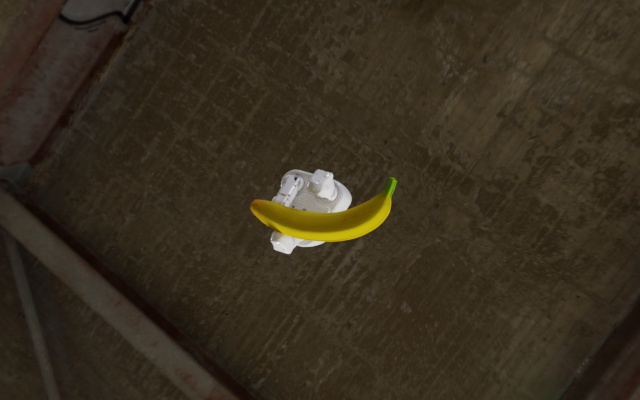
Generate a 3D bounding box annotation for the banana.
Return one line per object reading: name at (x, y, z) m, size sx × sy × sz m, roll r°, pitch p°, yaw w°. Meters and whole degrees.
banana at (0.006, 0.020, 0.617) m, size 0.198 × 0.069 × 0.037 m, roll -9°, pitch -6°, yaw 13°
